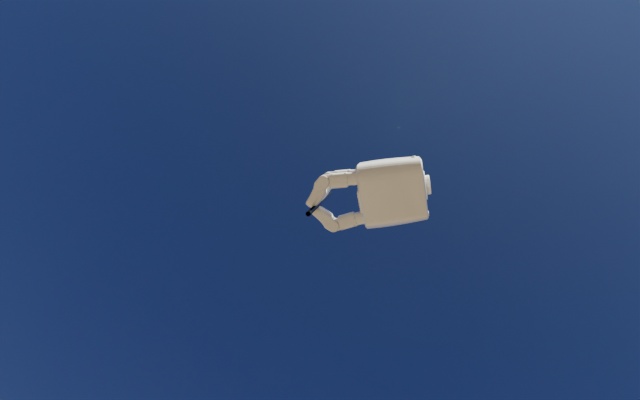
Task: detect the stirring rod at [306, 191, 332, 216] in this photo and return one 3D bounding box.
[{"bbox_3d":[0.000,0.003,0.853,0.011,0.011,0.239,0,9,9],"label":"stirring rod"}]
